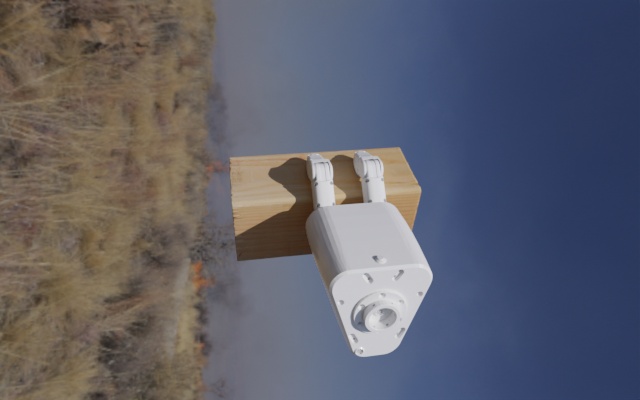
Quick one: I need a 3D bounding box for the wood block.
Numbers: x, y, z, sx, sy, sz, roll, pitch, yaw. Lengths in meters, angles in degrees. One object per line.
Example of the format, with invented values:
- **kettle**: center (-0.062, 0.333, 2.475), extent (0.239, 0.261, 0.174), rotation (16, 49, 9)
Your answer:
- **wood block**: center (0.000, 0.002, 0.567), extent (0.206, 0.091, 0.090), rotation (-4, 41, -10)
